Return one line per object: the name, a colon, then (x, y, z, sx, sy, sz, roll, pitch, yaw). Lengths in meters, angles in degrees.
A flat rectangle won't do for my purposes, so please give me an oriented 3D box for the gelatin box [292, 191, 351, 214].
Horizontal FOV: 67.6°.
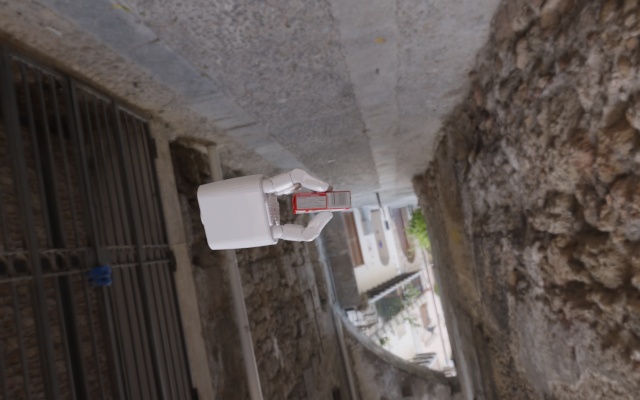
gelatin box: (0.000, 0.003, 0.758, 0.089, 0.030, 0.073, -3, -4, -4)
